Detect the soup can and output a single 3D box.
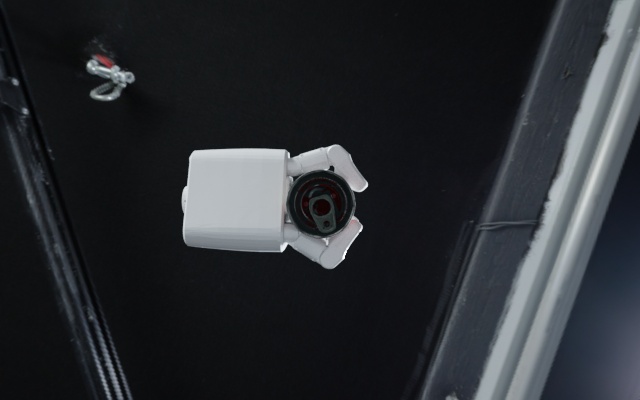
[{"bbox_3d":[0.001,0.002,0.517,0.068,0.068,0.102,0,2,0],"label":"soup can"}]
